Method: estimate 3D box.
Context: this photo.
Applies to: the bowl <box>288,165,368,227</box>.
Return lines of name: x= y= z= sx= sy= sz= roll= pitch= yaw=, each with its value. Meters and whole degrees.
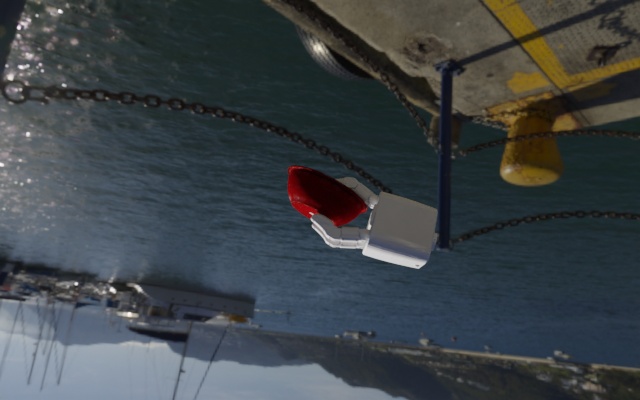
bowl: x=-0.001 y=0.003 z=0.856 sx=0.162 sy=0.055 sz=0.162 roll=27 pitch=-14 yaw=7
